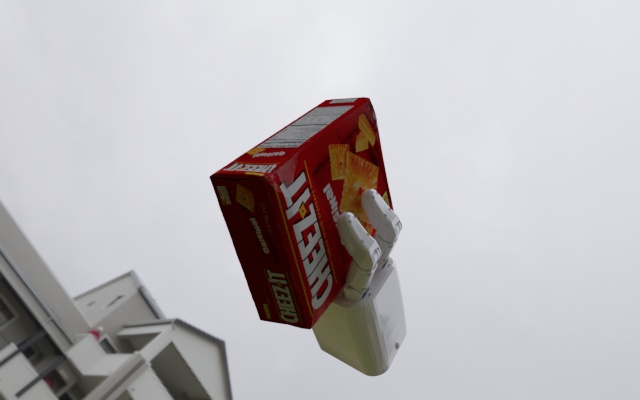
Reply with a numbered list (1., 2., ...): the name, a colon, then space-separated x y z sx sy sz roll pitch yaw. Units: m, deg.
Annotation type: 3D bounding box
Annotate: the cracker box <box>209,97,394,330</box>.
1. cracker box: 0.000 0.002 0.506 0.072 0.164 0.213 2 29 32
